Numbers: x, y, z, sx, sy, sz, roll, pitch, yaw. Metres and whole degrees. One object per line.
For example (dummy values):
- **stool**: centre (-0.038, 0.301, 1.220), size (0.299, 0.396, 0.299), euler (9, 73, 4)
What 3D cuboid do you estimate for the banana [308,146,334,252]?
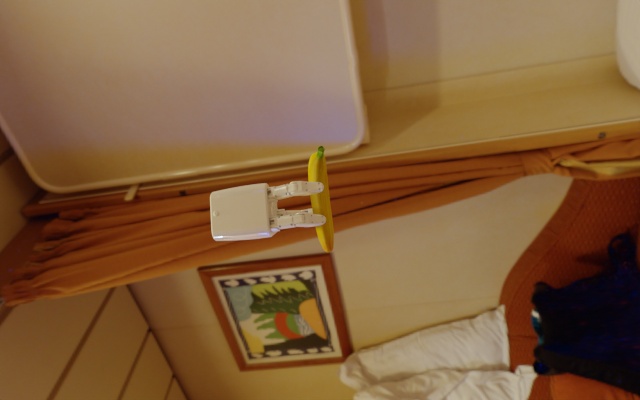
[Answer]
- **banana**: centre (0.000, -0.004, 0.896), size (0.037, 0.198, 0.069), euler (-6, 11, 1)
